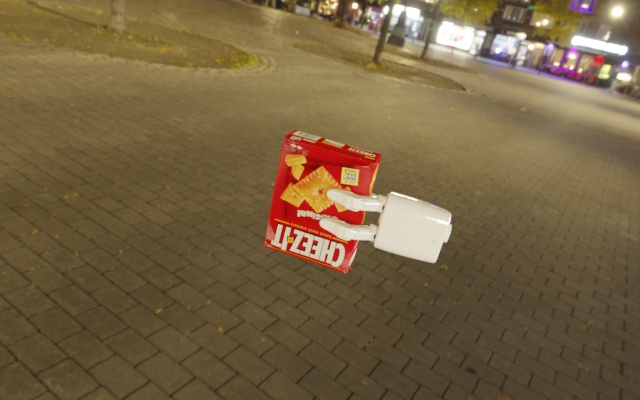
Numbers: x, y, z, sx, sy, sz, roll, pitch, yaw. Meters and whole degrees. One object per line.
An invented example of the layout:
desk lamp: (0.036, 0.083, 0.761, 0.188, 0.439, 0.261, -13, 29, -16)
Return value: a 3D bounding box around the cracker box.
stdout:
cracker box: (0.000, 0.003, 0.840, 0.164, 0.214, 0.072, 17, 23, 10)
